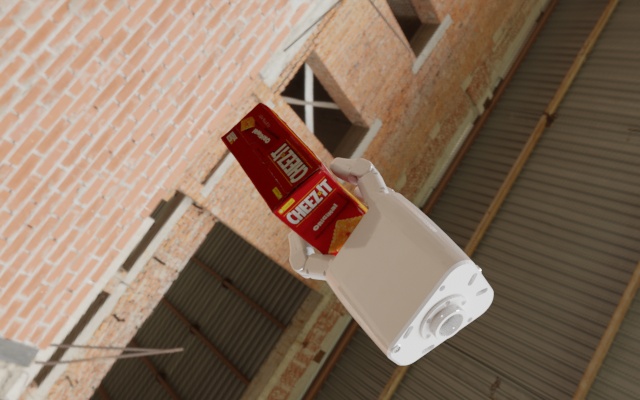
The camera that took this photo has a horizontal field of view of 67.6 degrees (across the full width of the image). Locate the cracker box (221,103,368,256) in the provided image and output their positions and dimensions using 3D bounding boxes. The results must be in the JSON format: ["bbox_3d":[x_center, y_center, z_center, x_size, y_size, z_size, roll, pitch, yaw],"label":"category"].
[{"bbox_3d":[0.000,0.002,0.557,0.214,0.072,0.164,45,3,-43],"label":"cracker box"}]
